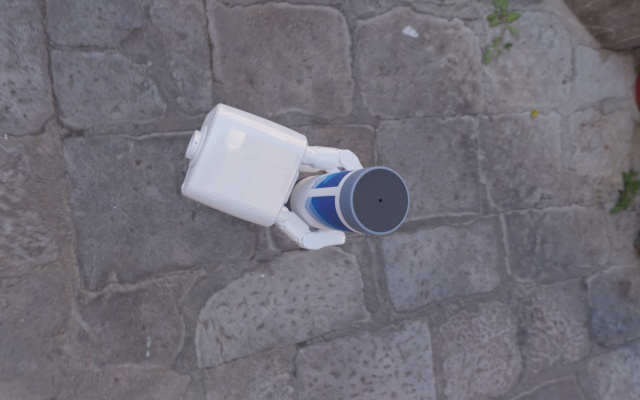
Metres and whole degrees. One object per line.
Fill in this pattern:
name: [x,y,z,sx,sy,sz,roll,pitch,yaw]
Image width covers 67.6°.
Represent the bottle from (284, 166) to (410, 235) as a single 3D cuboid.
bottle: [0.000,0.002,0.594,0.069,0.069,0.295,0,-1,-23]
